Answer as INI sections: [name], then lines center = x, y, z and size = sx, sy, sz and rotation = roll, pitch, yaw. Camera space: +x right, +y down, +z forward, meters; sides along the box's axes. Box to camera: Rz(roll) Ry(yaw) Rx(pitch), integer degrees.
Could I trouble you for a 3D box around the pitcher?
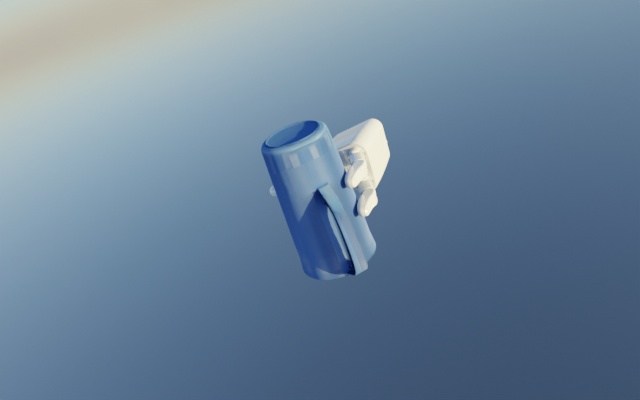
[pitcher]
center = 0.000, 0.002, 0.767
size = 0.149, 0.243, 0.145
rotation = -5, 31, 28
